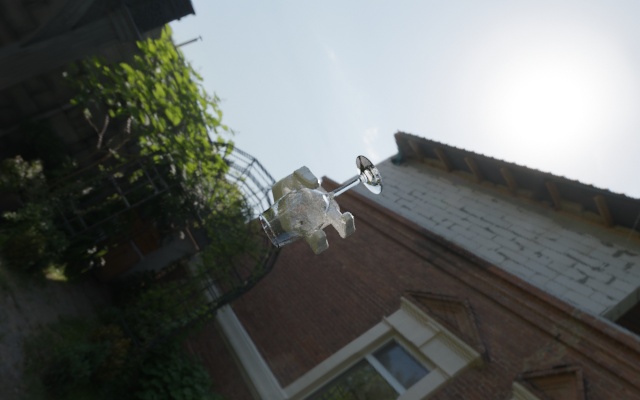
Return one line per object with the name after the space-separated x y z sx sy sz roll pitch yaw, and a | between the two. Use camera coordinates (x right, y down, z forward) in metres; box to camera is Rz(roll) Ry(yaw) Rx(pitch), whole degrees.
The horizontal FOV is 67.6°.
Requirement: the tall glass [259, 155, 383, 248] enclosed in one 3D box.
0.001 0.002 0.786 0.201 0.079 0.079 -30 9 -17 | tall glass
